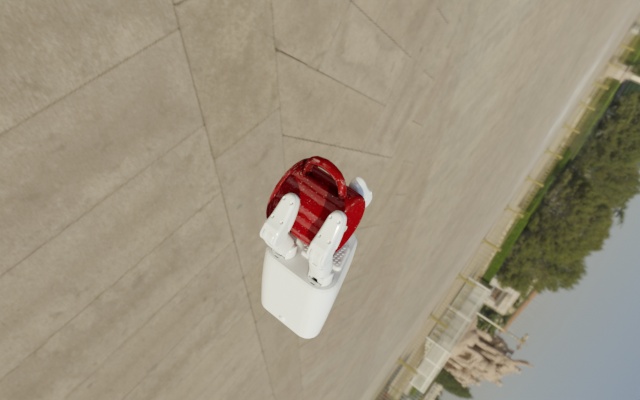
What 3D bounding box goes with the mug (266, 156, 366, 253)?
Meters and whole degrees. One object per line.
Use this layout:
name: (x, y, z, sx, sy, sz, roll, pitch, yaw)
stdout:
mug: (0.001, 0.001, 0.543, 0.081, 0.117, 0.093, 34, 45, 21)
